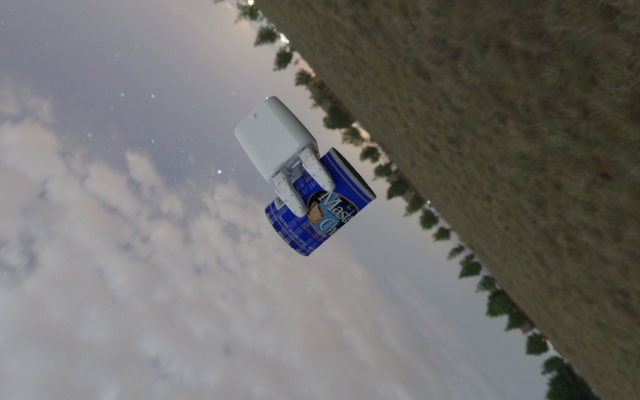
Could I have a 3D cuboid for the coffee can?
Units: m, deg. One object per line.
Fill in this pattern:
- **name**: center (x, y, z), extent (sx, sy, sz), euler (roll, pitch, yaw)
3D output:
- **coffee can**: center (0.000, 0.002, 0.732), extent (0.140, 0.103, 0.103), euler (-41, -8, 9)
